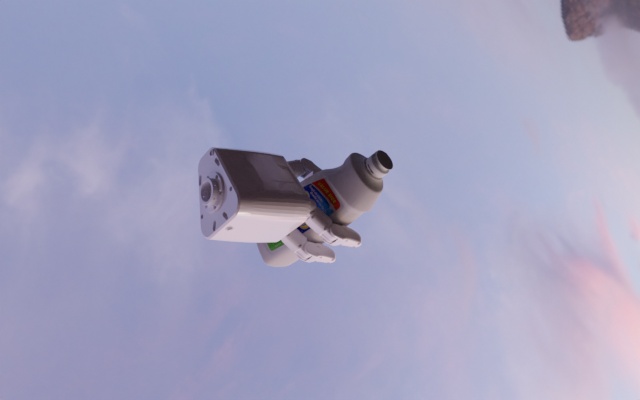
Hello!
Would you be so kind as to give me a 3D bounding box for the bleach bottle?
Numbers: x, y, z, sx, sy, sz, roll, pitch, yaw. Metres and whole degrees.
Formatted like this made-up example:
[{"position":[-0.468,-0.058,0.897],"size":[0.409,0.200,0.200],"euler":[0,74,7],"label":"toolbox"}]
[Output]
[{"position":[0.000,0.002,0.671],"size":[0.068,0.102,0.251],"euler":[4,-32,-43],"label":"bleach bottle"}]
